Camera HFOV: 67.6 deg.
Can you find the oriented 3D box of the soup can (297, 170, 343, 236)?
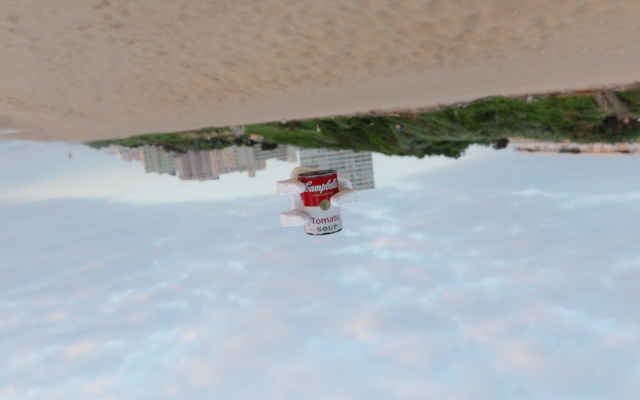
[{"bbox_3d":[0.000,0.003,0.817,0.068,0.102,0.068,-6,10,1],"label":"soup can"}]
